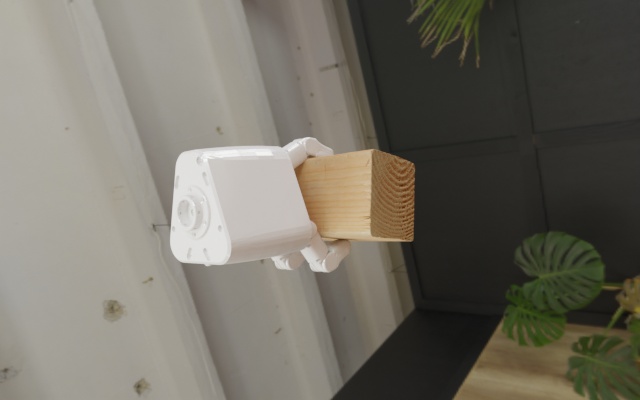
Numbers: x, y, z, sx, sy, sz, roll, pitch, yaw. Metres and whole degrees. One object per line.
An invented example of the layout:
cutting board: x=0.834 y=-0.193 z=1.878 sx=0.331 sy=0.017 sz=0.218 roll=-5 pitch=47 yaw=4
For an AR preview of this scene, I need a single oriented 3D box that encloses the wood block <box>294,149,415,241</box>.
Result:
wood block: x=0.000 y=0.002 z=0.571 sx=0.206 sy=0.091 sz=0.090 roll=-3 pitch=-9 yaw=40
